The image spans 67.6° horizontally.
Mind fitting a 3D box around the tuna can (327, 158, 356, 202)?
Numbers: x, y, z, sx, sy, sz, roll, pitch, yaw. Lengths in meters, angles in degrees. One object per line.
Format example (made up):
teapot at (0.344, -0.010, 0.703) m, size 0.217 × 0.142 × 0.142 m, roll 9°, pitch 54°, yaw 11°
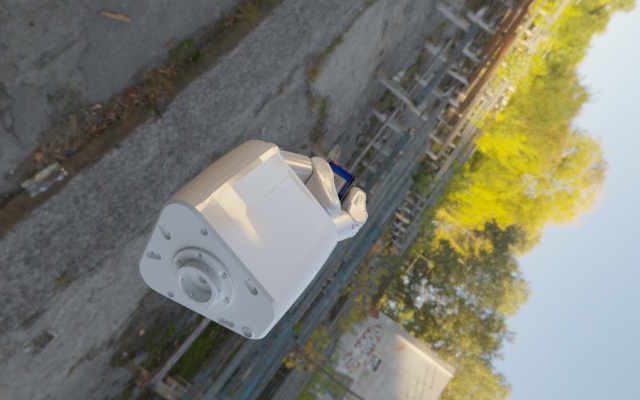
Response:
tuna can at (0.001, 0.002, 0.485) m, size 0.034 × 0.086 × 0.086 m, roll 33°, pitch 1°, yaw 2°
